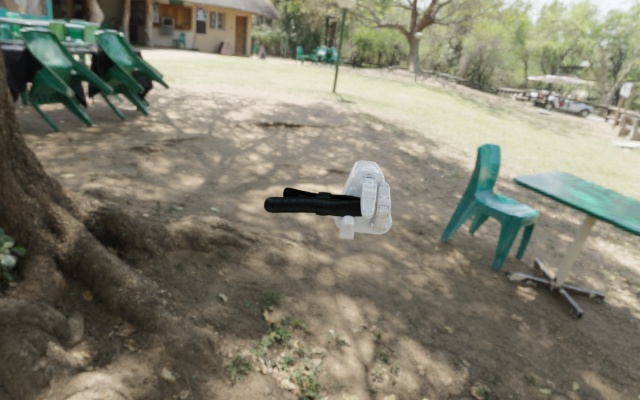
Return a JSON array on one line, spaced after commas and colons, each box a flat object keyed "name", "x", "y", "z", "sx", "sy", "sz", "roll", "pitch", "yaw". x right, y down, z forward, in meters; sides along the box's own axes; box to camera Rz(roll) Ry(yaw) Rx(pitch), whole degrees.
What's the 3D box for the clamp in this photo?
[{"name": "clamp", "x": 0.000, "y": 0.002, "z": 0.786, "sx": 0.171, "sy": 0.039, "sz": 0.120, "roll": 6, "pitch": 17, "yaw": 2}]
